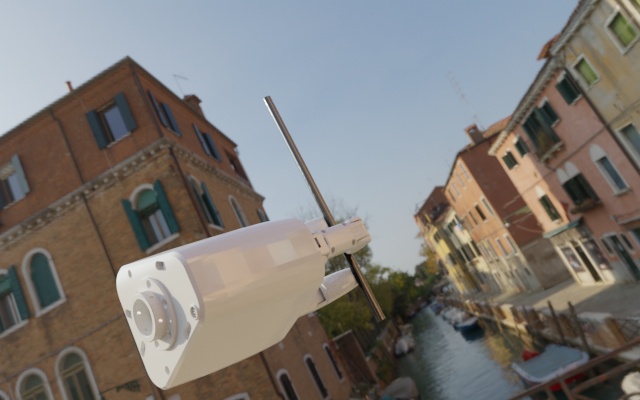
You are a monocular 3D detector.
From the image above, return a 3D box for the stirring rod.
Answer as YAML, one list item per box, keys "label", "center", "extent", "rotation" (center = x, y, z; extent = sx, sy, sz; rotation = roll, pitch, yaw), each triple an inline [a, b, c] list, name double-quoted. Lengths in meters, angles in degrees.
- label: "stirring rod"
  center: [0.000, 0.002, 0.448]
  extent: [0.011, 0.239, 0.011]
  rotation: [-26, -14, -7]
